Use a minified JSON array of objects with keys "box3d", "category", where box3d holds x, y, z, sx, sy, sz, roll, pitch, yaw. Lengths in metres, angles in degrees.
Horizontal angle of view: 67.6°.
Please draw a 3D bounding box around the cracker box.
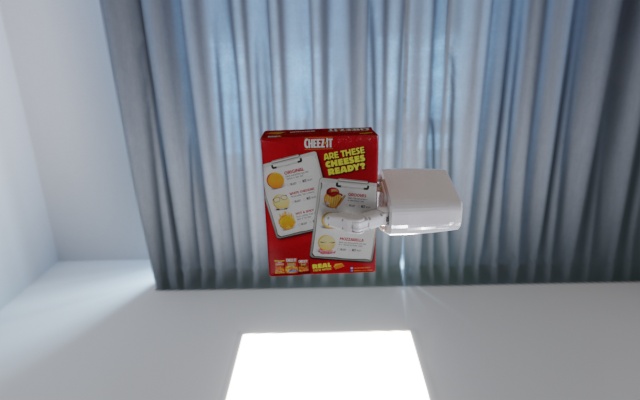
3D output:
[{"box3d":[0.000,0.003,0.713,0.164,0.214,0.072,-2,19,-2],"category":"cracker box"}]
